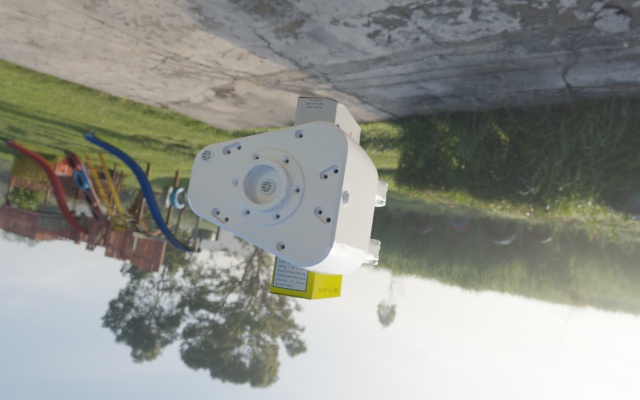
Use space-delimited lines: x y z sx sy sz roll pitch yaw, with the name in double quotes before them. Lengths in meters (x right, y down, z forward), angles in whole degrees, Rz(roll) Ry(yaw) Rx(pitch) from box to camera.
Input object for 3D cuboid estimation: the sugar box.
"sugar box" 0.001 0.002 0.450 0.048 0.176 0.093 8 -6 19
